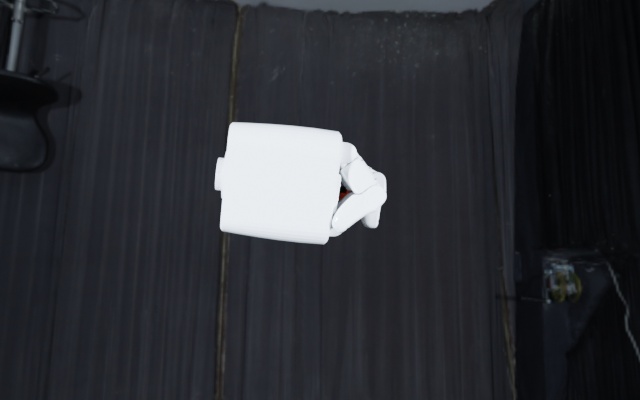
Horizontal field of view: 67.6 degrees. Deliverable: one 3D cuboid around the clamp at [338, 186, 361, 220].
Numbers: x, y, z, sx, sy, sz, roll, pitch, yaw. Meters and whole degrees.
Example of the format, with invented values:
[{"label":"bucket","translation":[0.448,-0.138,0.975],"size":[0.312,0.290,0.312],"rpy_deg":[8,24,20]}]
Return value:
[{"label":"clamp","translation":[0.000,0.003,0.587],"size":[0.120,0.039,0.171],"rpy_deg":[10,-10,-6]}]
